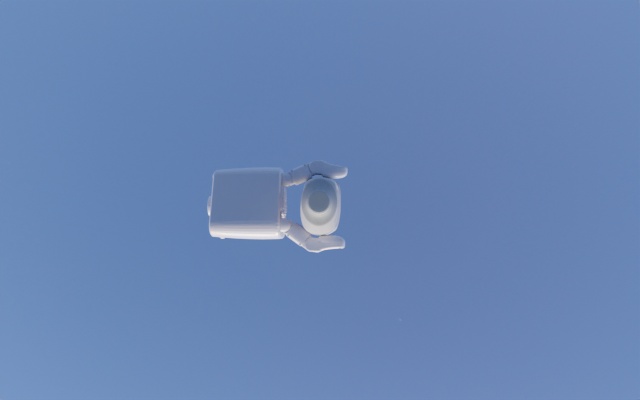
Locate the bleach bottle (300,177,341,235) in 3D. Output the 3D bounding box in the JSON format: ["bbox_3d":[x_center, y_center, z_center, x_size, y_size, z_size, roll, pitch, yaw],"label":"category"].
[{"bbox_3d":[0.000,0.003,0.737,0.068,0.102,0.251,1,-4,1],"label":"bleach bottle"}]
